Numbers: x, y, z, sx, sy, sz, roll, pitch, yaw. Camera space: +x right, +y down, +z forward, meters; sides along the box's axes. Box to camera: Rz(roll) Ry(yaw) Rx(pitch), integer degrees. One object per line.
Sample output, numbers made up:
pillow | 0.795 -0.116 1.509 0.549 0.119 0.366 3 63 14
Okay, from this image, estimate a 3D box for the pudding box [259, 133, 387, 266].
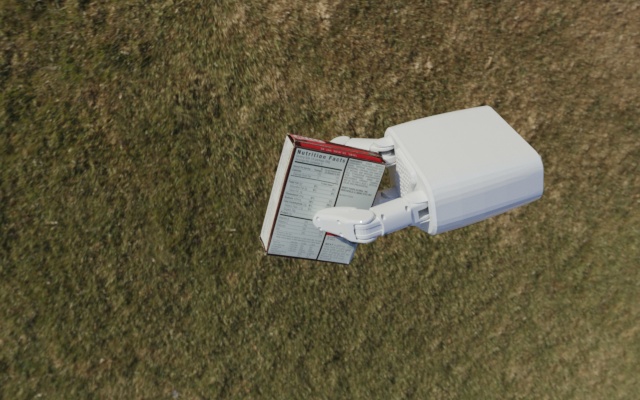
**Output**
pudding box | 0.000 0.002 0.444 0.090 0.113 0.039 10 21 -18
